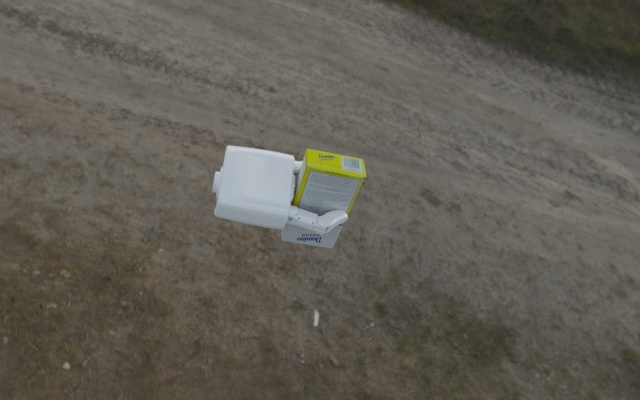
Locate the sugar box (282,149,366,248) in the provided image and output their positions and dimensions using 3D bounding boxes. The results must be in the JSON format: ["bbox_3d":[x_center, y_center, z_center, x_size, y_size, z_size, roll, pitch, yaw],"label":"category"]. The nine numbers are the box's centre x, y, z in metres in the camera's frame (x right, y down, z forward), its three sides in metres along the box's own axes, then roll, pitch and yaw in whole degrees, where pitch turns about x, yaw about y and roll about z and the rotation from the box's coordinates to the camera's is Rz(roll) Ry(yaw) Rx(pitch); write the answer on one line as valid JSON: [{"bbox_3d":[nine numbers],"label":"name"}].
[{"bbox_3d":[0.000,0.002,0.764,0.093,0.048,0.176,10,-43,-13],"label":"sugar box"}]
